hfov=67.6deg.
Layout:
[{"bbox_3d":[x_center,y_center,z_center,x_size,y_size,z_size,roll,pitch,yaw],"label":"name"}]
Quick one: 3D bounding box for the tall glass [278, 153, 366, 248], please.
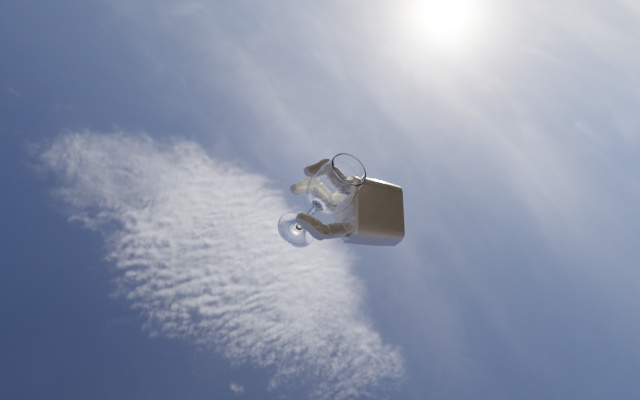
[{"bbox_3d":[0.000,0.003,0.815,0.079,0.079,0.201,0,-31,-32],"label":"tall glass"}]
